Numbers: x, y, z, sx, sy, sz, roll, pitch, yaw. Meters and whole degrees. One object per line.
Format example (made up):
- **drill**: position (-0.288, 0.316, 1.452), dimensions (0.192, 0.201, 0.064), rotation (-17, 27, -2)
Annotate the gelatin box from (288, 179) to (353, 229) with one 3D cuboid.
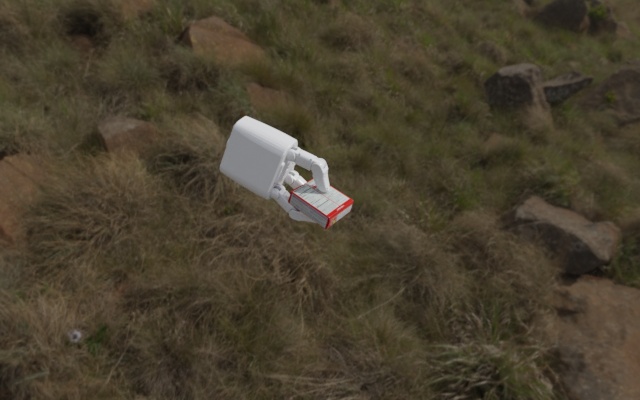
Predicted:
- **gelatin box**: position (0.000, 0.003, 0.831), dimensions (0.089, 0.030, 0.073), rotation (33, 41, 22)
